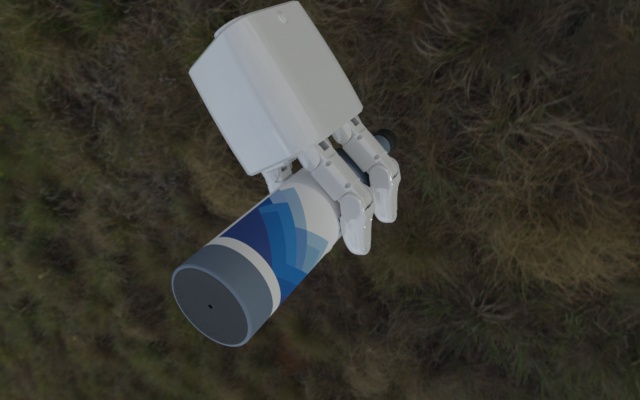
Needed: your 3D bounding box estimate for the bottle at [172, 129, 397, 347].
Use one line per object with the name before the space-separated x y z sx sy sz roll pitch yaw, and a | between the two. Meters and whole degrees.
bottle | 0.000 0.002 0.418 0.069 0.069 0.295 0 28 34
